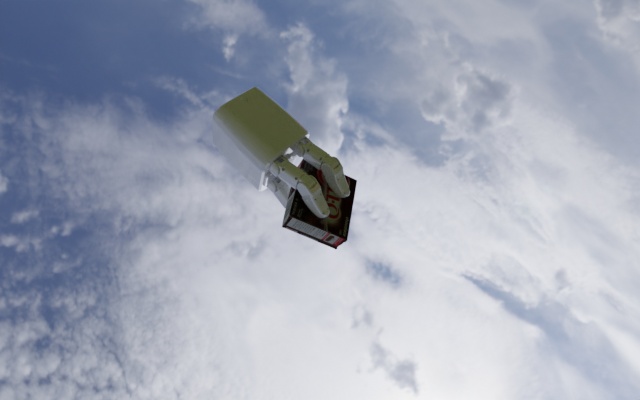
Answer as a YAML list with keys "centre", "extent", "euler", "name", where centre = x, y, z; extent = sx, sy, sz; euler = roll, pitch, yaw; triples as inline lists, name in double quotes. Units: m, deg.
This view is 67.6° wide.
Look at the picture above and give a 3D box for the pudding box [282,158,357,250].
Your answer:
- centre: [0.000, 0.002, 0.683]
  extent: [0.090, 0.113, 0.039]
  euler: [23, -36, -14]
  name: "pudding box"
